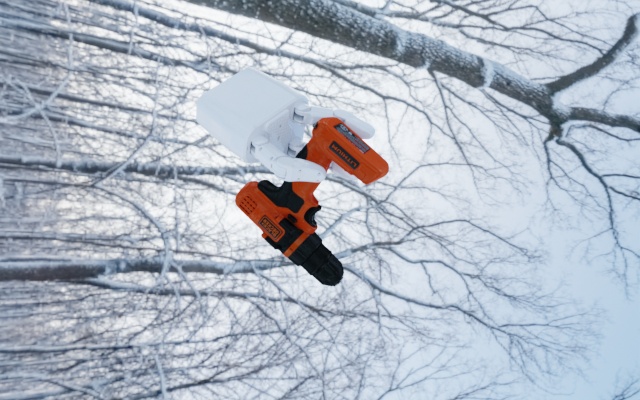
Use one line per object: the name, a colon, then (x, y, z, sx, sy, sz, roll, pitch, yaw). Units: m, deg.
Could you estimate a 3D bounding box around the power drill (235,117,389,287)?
power drill: (0.000, 0.002, 0.617, 0.184, 0.188, 0.057, 42, 24, 1)
